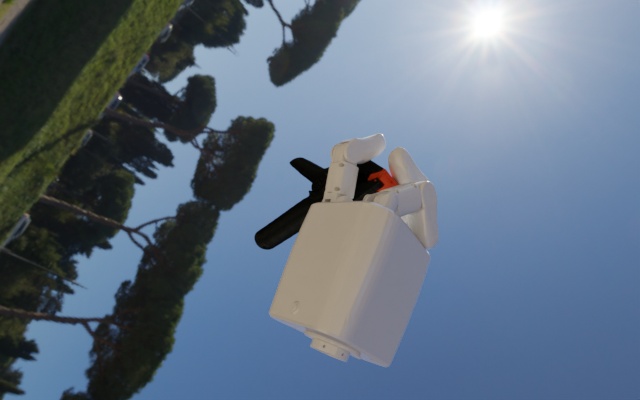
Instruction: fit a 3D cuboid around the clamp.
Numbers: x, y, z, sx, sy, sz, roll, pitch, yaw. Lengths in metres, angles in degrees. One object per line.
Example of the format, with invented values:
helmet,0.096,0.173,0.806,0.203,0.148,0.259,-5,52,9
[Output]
clamp,0.001,0.002,0.489,0.039,0.120,0.171,35,-21,-32
